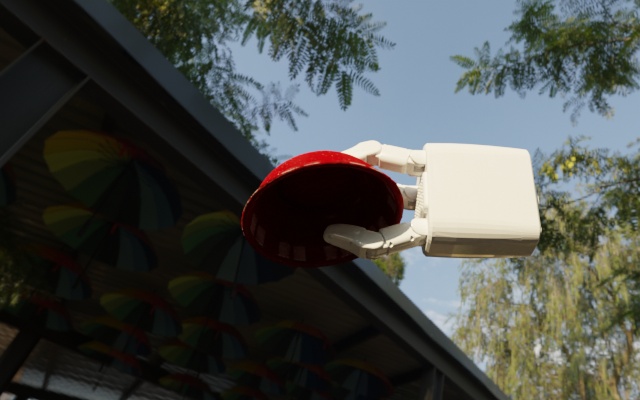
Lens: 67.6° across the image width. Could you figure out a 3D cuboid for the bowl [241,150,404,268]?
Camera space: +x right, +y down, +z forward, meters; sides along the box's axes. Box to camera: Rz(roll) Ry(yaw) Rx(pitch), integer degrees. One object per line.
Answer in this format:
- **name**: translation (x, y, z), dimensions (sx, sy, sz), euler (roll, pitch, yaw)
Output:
- **bowl**: translation (-0.001, 0.001, 0.488), dimensions (0.162, 0.055, 0.162), euler (-6, -41, -5)
